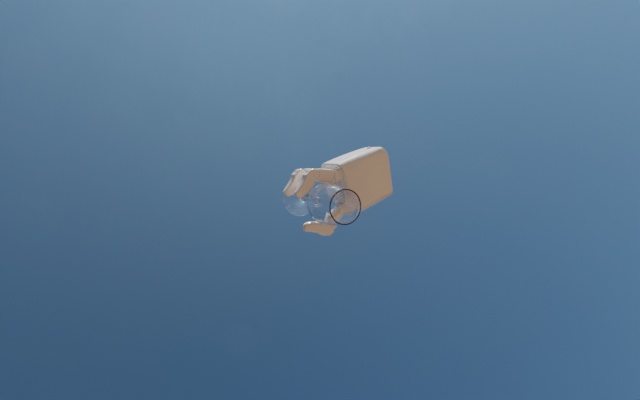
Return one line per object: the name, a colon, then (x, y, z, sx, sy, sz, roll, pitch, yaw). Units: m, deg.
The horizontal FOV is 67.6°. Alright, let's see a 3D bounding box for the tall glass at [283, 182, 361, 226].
tall glass: (0.000, 0.003, 0.897, 0.079, 0.079, 0.201, 0, 5, -25)
